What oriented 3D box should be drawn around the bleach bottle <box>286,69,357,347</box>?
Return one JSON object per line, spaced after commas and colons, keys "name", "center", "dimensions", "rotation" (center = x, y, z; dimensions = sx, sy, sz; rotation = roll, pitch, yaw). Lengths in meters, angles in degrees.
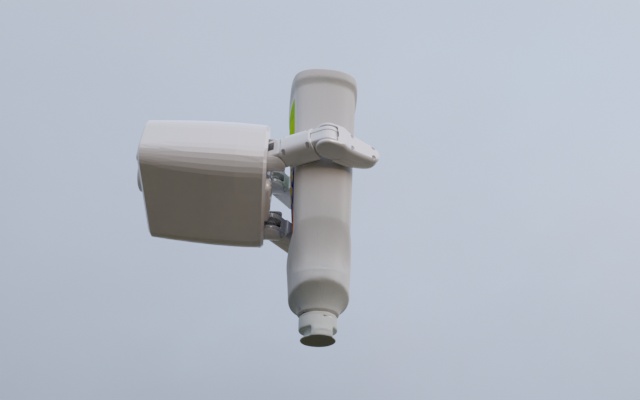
{"name": "bleach bottle", "center": [0.000, 0.001, 0.433], "dimensions": [0.068, 0.250, 0.103], "rotation": [3, -35, -4]}
